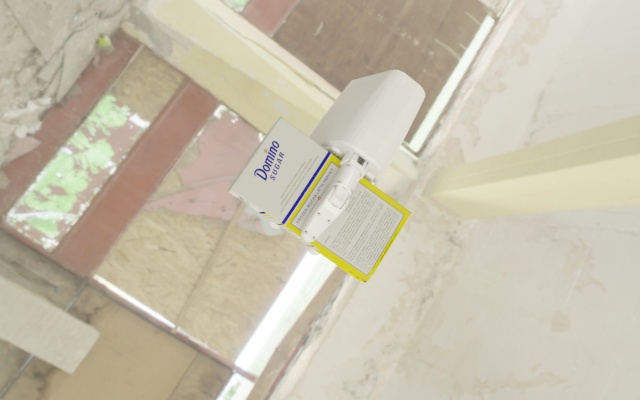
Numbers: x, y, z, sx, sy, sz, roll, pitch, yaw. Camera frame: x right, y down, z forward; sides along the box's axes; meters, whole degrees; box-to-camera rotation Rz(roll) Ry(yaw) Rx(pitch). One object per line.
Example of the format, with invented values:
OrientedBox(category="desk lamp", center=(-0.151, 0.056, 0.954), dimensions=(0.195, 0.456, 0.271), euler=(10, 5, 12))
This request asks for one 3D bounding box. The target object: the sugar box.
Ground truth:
OrientedBox(category="sugar box", center=(0.000, 0.002, 0.511), dimensions=(0.176, 0.093, 0.048), euler=(36, -11, -9))
